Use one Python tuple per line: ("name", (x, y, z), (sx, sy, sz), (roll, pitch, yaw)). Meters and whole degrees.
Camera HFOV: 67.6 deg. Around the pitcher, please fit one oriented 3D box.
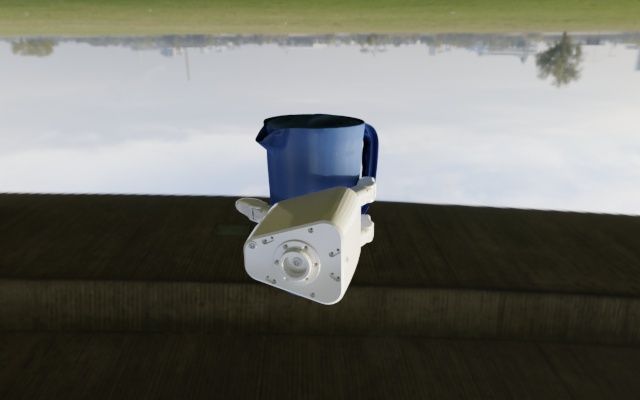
("pitcher", (0.000, 0.002, 0.664), (0.149, 0.243, 0.145), (3, 19, 9))
